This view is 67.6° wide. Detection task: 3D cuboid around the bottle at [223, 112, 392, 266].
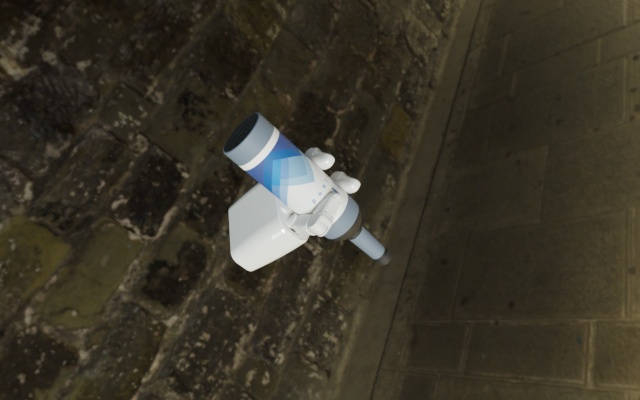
[{"bbox_3d":[0.000,0.002,0.656,0.296,0.069,0.069,41,-22,-28],"label":"bottle"}]
